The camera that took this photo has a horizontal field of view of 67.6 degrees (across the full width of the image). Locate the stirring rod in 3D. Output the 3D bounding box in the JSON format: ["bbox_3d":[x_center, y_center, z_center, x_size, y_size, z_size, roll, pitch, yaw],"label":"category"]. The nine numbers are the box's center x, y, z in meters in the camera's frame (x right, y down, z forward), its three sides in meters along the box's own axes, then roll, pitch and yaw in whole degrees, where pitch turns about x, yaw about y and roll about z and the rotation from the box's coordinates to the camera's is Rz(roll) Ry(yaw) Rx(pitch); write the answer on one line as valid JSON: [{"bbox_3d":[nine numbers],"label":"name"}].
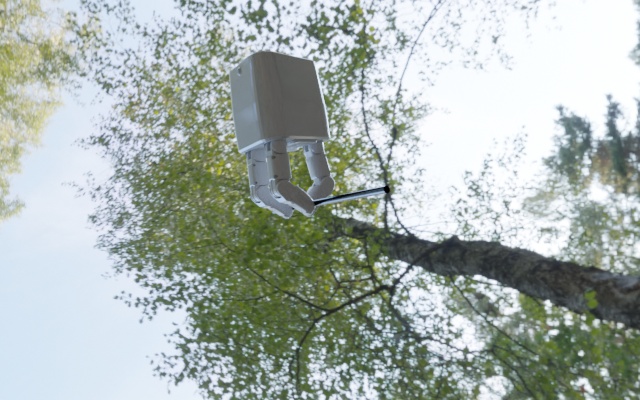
[{"bbox_3d":[0.000,0.002,0.569,0.011,0.011,0.239,0,-6,-33],"label":"stirring rod"}]
